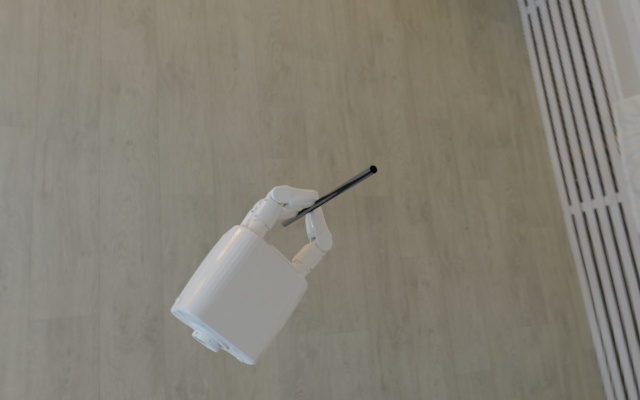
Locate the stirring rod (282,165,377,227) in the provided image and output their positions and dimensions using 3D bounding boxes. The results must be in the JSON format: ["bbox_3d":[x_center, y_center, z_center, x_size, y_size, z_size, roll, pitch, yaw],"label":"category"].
[{"bbox_3d":[0.000,0.002,0.544,0.011,0.011,0.239,0,-15,-25],"label":"stirring rod"}]
